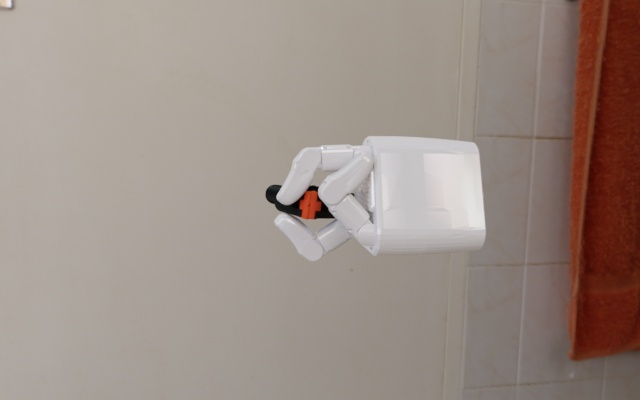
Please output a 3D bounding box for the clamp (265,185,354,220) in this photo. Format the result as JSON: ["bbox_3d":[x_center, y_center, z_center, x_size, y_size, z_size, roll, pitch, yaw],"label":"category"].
[{"bbox_3d":[0.000,0.001,0.540,0.120,0.039,0.171,0,6,-8],"label":"clamp"}]
